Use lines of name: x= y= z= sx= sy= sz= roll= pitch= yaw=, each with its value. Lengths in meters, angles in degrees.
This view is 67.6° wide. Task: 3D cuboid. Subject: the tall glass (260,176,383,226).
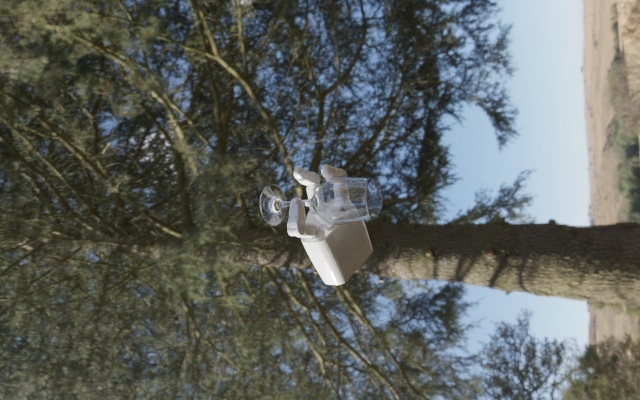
tall glass: x=-0.001 y=0.003 z=0.791 sx=0.201 sy=0.079 sz=0.079 roll=-4 pitch=-2 yaw=33
